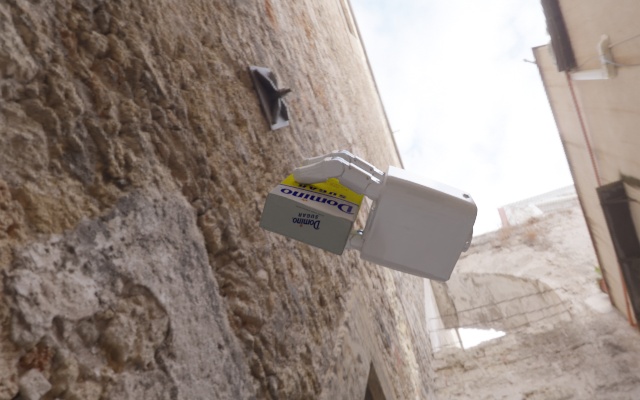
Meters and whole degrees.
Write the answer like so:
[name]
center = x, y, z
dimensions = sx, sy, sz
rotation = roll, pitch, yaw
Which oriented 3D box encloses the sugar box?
[sugar box]
center = 0.000, 0.001, 0.559
dimensions = 0.093, 0.048, 0.176
rotation = 19, 15, 5
